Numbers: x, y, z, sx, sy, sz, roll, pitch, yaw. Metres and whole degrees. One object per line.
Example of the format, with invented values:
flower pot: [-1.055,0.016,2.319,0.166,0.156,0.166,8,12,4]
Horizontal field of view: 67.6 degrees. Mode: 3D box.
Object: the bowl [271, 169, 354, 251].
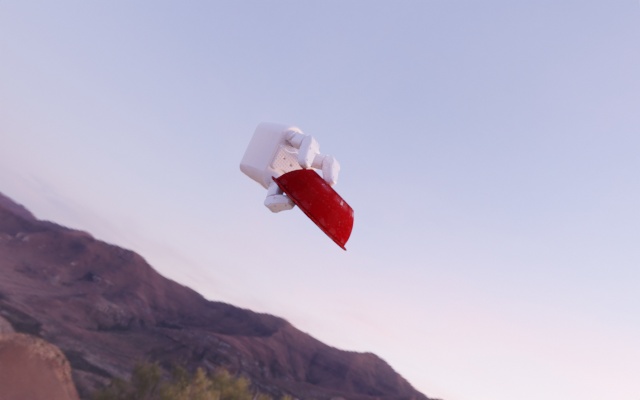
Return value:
bowl: [0.001,0.003,0.733,0.055,0.162,0.162,-45,1,1]
